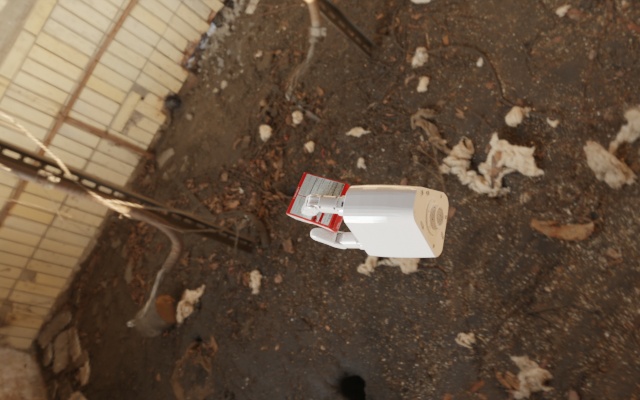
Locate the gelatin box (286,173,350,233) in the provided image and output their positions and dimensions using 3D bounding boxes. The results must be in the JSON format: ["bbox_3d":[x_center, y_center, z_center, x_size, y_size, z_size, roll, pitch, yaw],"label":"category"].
[{"bbox_3d":[0.000,0.002,0.738,0.089,0.073,0.030,17,-11,35],"label":"gelatin box"}]
